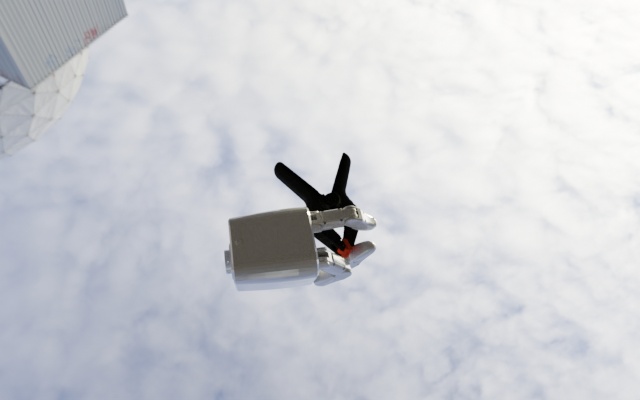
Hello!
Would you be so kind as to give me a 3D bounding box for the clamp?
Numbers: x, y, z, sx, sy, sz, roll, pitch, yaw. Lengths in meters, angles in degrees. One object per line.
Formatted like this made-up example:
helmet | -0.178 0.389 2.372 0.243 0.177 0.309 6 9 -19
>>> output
clamp | 0.000 0.003 0.686 0.120 0.171 0.039 -6 -34 -10
